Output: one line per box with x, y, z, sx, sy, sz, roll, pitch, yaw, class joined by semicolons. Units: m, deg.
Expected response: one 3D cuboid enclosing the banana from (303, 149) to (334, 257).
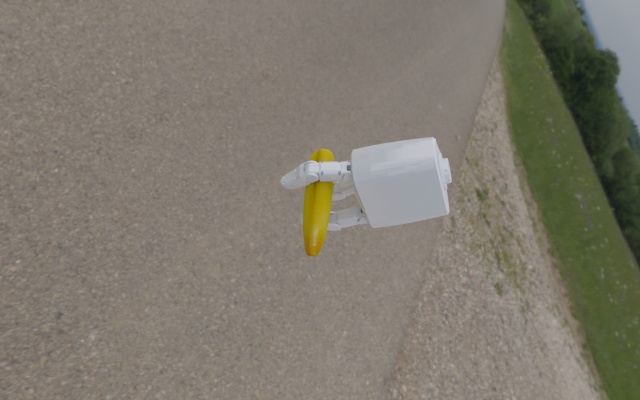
-0.001;-0.014;0.651;0.037;0.070;0.197;1;40;4;banana
